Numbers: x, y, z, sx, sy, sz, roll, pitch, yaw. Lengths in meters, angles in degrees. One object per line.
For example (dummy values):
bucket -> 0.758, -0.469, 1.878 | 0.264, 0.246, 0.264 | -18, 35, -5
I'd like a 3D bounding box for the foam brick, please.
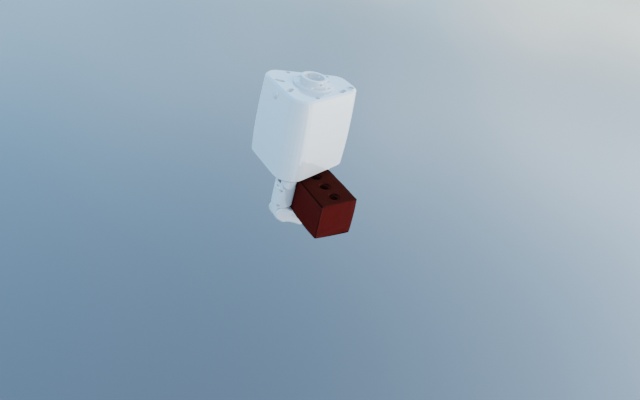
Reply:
foam brick -> 0.000, 0.002, 0.605 | 0.053, 0.051, 0.078 | -11, 42, -32
